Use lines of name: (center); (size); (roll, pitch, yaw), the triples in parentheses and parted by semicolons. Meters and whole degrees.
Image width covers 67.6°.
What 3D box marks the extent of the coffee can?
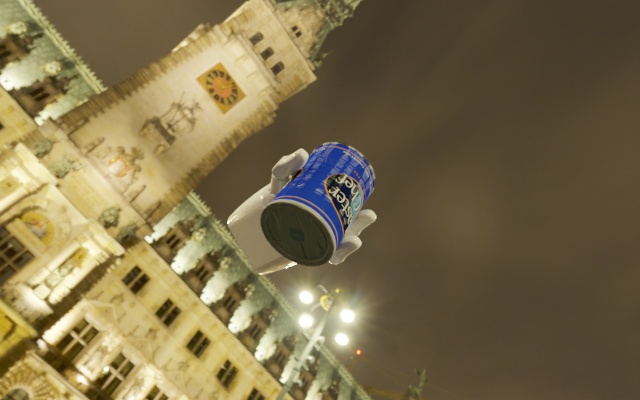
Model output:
coffee can: (0.000, 0.002, 0.630); (0.103, 0.103, 0.140); (0, 36, 33)
